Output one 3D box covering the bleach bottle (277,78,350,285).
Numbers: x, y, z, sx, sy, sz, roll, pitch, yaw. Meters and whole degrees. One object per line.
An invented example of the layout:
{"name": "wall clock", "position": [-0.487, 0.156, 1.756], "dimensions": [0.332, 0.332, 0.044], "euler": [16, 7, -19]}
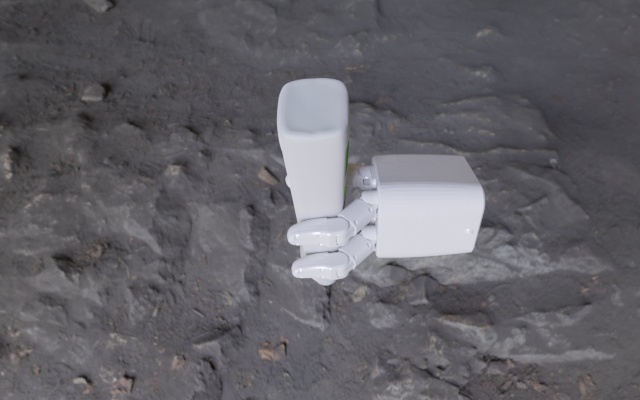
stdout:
{"name": "bleach bottle", "position": [0.000, 0.002, 0.524], "dimensions": [0.068, 0.102, 0.251], "euler": [-2, -45, 3]}
